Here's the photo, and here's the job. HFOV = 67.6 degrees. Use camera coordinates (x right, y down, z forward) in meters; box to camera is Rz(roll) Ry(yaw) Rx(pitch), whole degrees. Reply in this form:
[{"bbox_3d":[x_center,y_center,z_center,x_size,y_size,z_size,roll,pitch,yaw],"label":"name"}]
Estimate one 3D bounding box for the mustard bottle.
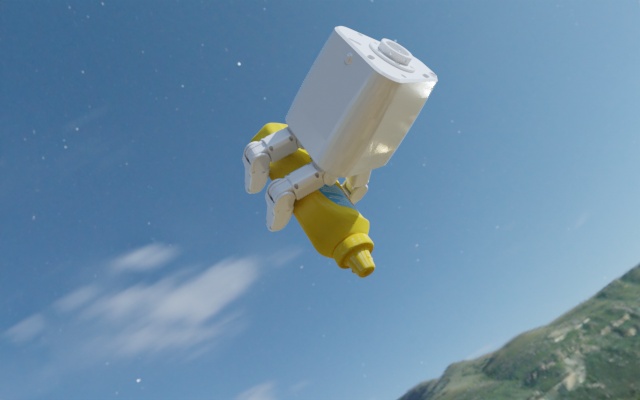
[{"bbox_3d":[0.000,0.002,0.505,0.058,0.191,0.096,-43,-34,12],"label":"mustard bottle"}]
